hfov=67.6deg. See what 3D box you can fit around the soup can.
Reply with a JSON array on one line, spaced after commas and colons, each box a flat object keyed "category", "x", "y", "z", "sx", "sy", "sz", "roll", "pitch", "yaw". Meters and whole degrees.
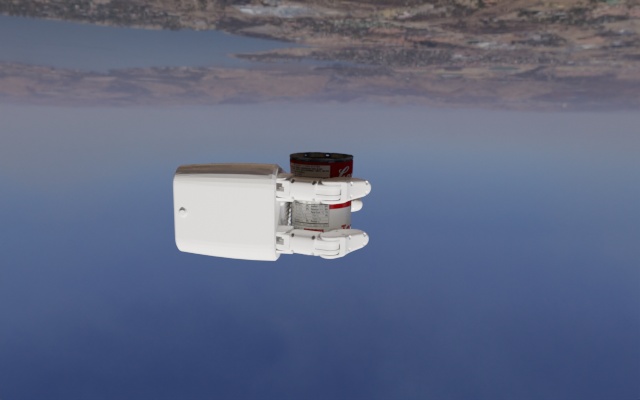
[{"category": "soup can", "x": 0.001, "y": 0.002, "z": 0.515, "sx": 0.068, "sy": 0.102, "sz": 0.068, "roll": 1, "pitch": 11, "yaw": 0}]
